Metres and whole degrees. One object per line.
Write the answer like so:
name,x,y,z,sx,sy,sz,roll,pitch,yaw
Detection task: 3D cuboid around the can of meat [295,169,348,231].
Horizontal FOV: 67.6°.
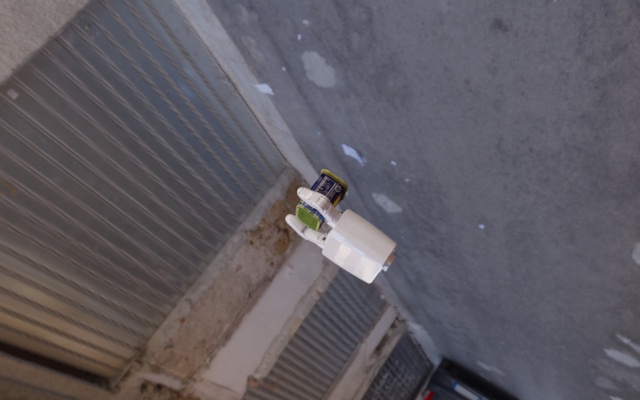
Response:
can of meat,0.000,0.003,0.867,0.057,0.084,0.102,35,-16,6
